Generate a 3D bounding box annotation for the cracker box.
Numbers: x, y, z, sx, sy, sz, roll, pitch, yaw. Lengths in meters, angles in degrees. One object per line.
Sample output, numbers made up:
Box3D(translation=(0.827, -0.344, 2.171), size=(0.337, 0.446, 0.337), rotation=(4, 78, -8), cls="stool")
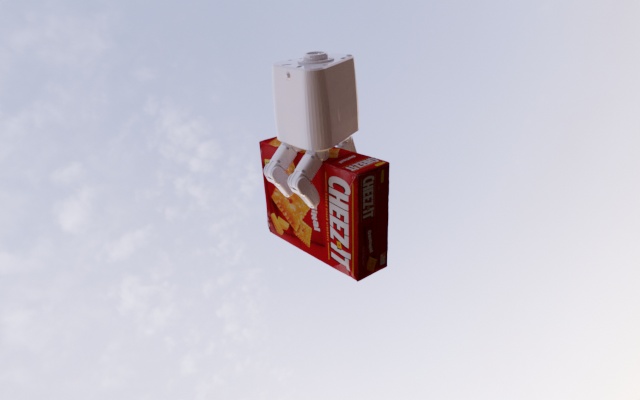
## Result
Box3D(translation=(0.000, 0.002, 0.712), size=(0.072, 0.164, 0.213), rotation=(-22, 31, -36), cls="cracker box")
